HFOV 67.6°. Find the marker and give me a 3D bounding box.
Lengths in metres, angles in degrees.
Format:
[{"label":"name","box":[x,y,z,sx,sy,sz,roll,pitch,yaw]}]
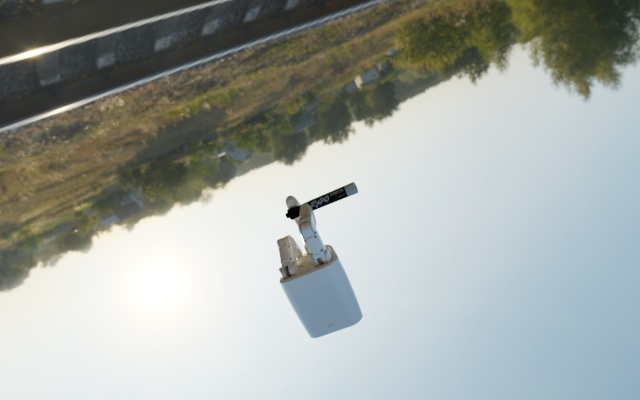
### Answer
[{"label":"marker","box":[0.000,0.002,0.739,0.121,0.020,0.020,-23,-6,15]}]
